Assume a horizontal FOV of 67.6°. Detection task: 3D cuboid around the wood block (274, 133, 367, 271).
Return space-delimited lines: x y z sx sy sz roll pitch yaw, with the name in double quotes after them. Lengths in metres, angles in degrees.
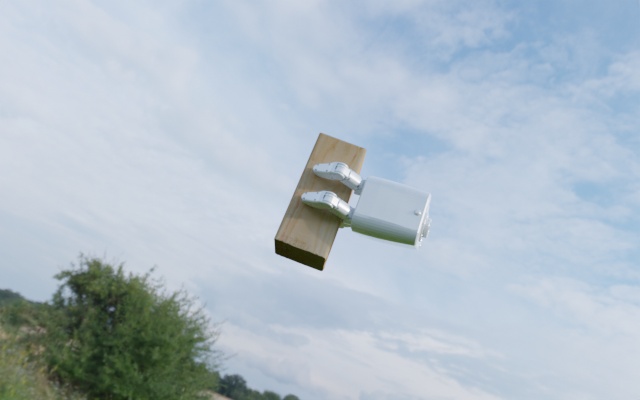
0.001 0.003 0.818 0.090 0.206 0.091 20 -22 5 "wood block"
